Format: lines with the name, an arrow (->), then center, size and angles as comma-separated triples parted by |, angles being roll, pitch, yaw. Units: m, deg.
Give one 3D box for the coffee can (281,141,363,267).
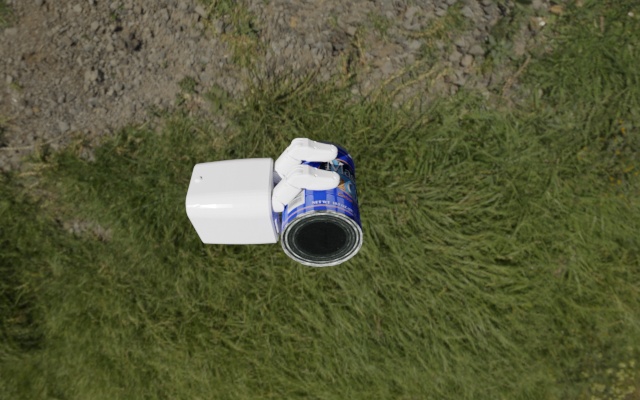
coffee can -> 0.000, 0.002, 0.641 | 0.103, 0.103, 0.140 | 0, 43, -2
